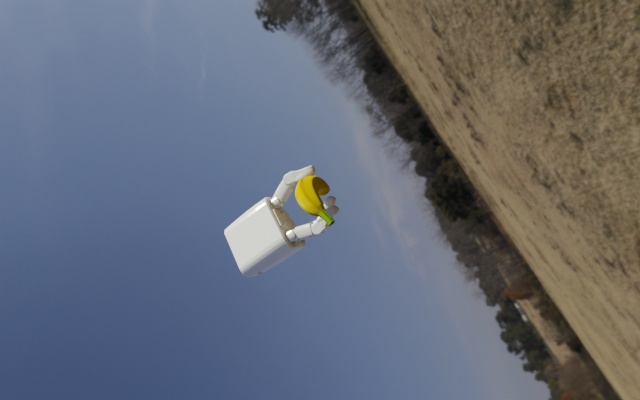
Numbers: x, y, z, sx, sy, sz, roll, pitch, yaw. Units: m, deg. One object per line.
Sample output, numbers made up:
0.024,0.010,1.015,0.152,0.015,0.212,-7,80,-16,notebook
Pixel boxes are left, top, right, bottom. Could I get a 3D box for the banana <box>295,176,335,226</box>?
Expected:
-0.012,-0.010,0.806,0.037,0.069,0.197,-38,14,11,banana
